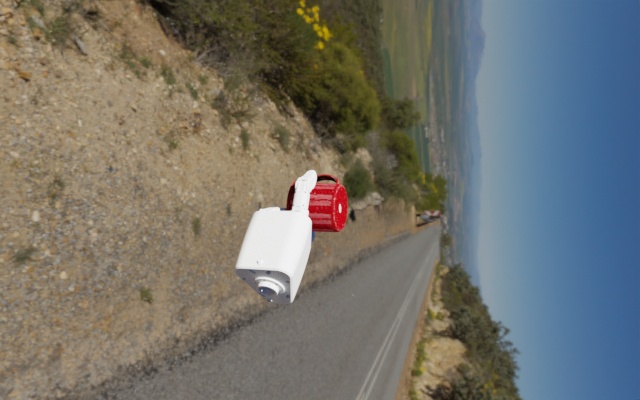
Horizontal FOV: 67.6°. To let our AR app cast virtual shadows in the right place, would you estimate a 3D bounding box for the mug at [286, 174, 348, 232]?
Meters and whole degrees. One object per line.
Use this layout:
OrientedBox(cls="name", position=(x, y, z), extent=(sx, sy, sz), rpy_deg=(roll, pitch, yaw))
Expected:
OrientedBox(cls="mug", position=(0.001, 0.002, 0.820), extent=(0.081, 0.117, 0.093), rpy_deg=(2, -40, 20))
